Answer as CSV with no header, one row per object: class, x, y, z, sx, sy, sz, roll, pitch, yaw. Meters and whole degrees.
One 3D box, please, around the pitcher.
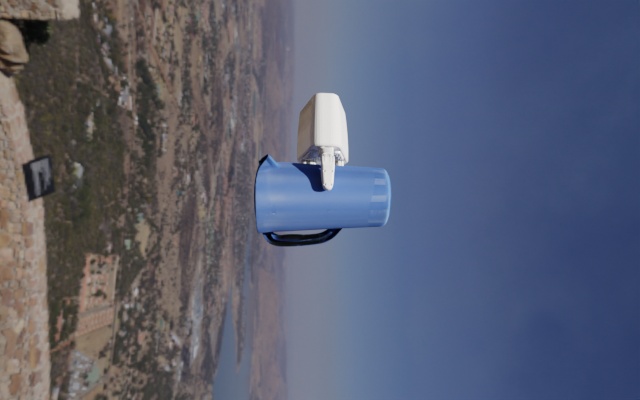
pitcher,0.000,0.003,0.880,0.243,0.145,0.149,1,-16,-3
